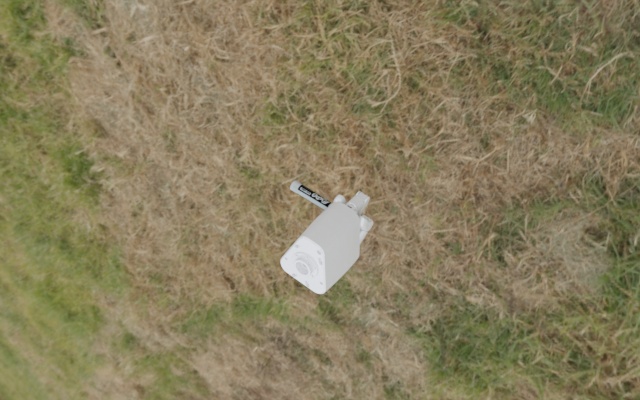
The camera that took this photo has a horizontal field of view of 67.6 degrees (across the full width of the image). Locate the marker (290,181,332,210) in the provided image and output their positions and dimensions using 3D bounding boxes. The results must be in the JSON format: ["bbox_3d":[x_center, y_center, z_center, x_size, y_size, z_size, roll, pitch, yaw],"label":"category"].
[{"bbox_3d":[0.000,0.003,0.828,0.121,0.020,0.020,32,10,17],"label":"marker"}]
